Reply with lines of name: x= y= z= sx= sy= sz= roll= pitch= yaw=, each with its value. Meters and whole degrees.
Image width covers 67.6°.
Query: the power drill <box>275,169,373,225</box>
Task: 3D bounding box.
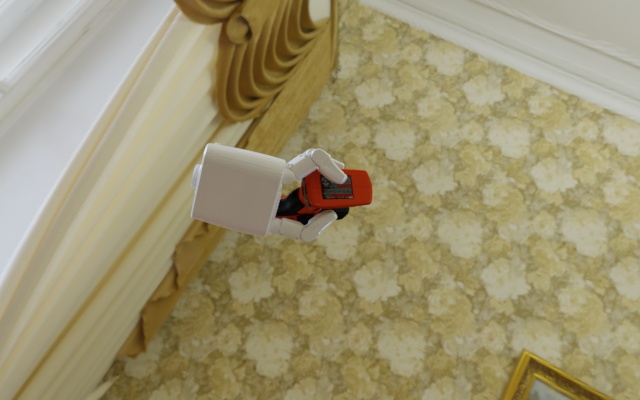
power drill: x=0.000 y=0.002 z=0.749 sx=0.184 sy=0.057 sz=0.188 roll=-4 pitch=-12 yaw=-30
